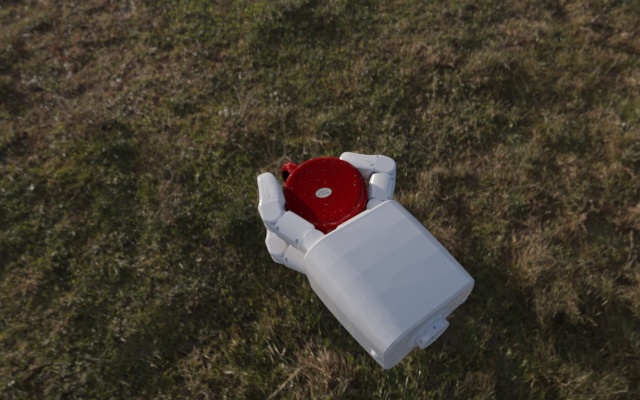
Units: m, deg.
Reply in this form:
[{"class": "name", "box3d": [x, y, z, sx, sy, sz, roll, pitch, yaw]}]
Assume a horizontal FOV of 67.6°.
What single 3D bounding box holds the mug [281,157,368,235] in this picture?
[{"class": "mug", "box3d": [-0.001, 0.001, 0.493, 0.093, 0.117, 0.081, -37, -28, -14]}]
